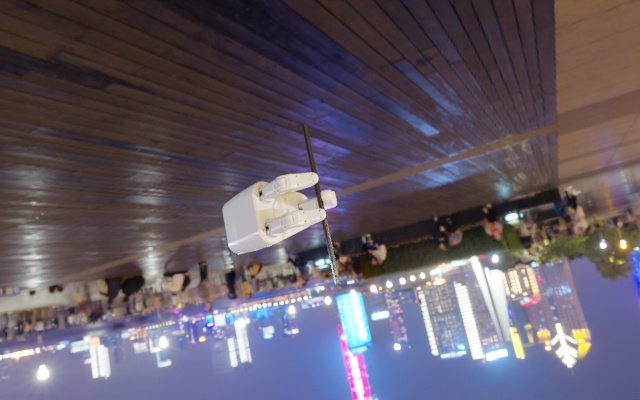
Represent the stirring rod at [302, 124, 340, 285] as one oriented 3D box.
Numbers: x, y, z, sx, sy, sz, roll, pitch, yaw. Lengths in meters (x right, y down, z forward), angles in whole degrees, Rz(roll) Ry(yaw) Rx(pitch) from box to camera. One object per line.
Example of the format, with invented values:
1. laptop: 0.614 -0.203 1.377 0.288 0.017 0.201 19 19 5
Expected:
1. stirring rod: 0.000 0.002 0.696 0.011 0.239 0.011 -12 -11 -2
